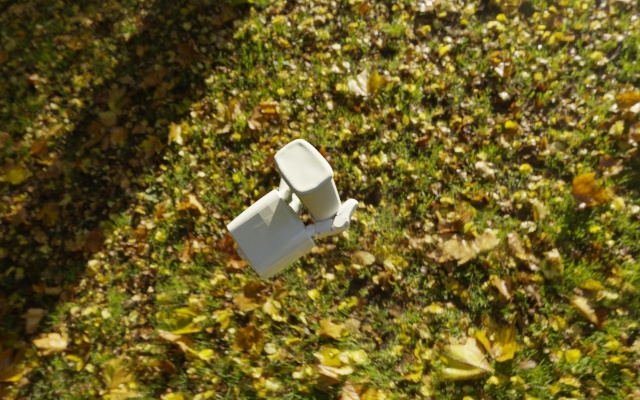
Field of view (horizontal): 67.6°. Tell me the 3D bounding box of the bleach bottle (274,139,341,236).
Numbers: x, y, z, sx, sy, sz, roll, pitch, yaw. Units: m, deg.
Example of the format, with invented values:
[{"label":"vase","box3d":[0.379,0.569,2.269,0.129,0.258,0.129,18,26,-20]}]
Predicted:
[{"label":"bleach bottle","box3d":[0.000,0.003,0.821,0.068,0.102,0.251,-36,-31,-5]}]
